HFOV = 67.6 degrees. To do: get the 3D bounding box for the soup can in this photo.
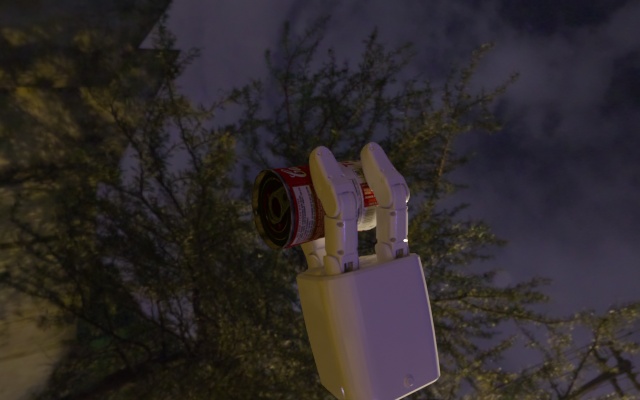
[{"bbox_3d":[0.000,0.001,0.422,0.102,0.068,0.068,-9,5,-34],"label":"soup can"}]
